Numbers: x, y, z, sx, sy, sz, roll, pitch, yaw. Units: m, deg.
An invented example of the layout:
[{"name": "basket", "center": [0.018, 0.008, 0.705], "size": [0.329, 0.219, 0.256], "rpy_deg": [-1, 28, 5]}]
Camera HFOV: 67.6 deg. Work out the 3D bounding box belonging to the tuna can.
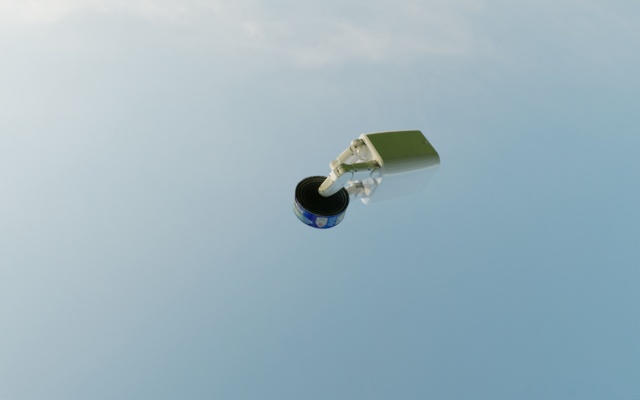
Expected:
[{"name": "tuna can", "center": [0.000, 0.003, 0.743], "size": [0.086, 0.086, 0.034], "rpy_deg": [0, -43, -14]}]
